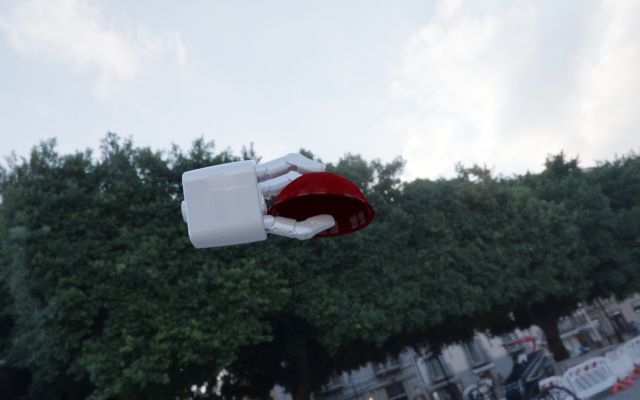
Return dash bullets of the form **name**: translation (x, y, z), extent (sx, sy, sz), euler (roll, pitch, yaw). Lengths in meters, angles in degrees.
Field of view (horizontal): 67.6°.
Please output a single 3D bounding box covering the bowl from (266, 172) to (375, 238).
- **bowl**: translation (0.001, 0.002, 0.719), extent (0.162, 0.055, 0.162), euler (-1, -26, 0)
